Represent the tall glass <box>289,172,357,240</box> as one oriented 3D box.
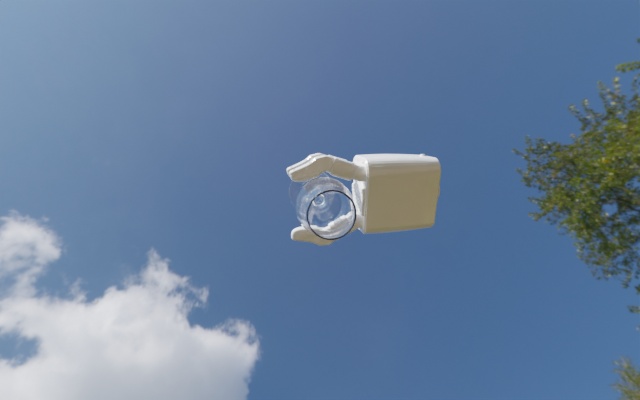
[{"bbox_3d":[0.000,0.002,0.673,0.079,0.079,0.201,0,9,-8],"label":"tall glass"}]
